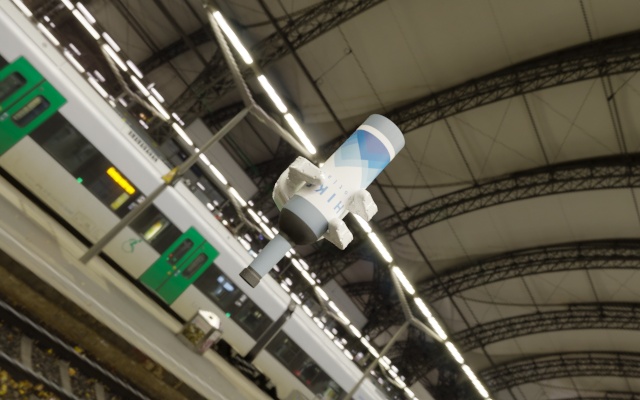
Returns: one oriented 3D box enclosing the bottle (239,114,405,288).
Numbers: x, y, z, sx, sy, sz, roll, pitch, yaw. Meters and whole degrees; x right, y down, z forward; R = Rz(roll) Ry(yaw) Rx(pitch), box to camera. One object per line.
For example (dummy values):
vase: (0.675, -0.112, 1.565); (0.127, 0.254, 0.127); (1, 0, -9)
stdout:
bottle: (0.000, 0.002, 0.660); (0.069, 0.295, 0.069); (39, -16, 14)
